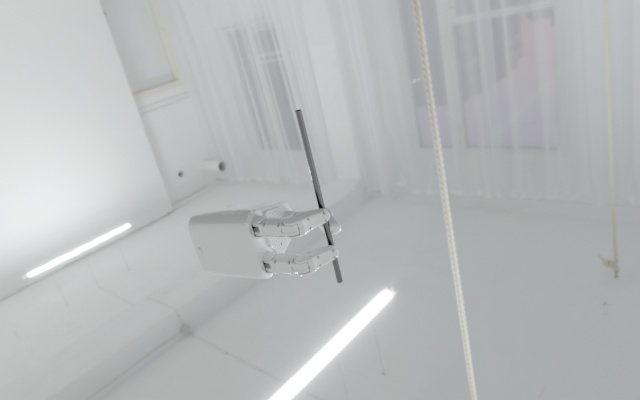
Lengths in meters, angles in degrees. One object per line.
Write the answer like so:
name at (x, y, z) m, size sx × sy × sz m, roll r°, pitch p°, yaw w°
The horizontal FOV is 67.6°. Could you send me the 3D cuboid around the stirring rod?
stirring rod at (0.000, 0.002, 0.609) m, size 0.011 × 0.240 × 0.011 m, roll -12°, pitch 22°, yaw 5°
